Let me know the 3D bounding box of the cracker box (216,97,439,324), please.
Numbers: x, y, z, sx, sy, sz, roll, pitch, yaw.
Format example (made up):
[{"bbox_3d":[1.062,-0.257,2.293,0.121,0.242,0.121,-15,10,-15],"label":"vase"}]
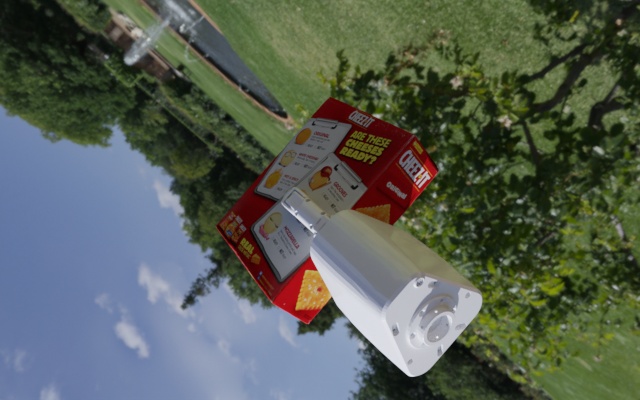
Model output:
[{"bbox_3d":[0.000,0.002,0.537,0.072,0.213,0.164,43,-3,-40],"label":"cracker box"}]
